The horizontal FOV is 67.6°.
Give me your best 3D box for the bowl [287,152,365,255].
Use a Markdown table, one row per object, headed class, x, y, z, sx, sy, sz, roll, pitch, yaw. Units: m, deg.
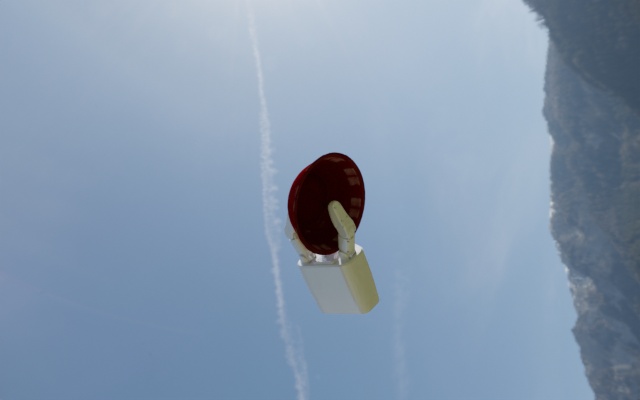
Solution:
| class | x | y | z | sx | sy | sz | roll | pitch | yaw |
| --- | --- | --- | --- | --- | --- | --- | --- | --- | --- |
| bowl | 0.000 | 0.001 | 0.757 | 0.055 | 0.162 | 0.162 | 12 | 8 | 43 |
